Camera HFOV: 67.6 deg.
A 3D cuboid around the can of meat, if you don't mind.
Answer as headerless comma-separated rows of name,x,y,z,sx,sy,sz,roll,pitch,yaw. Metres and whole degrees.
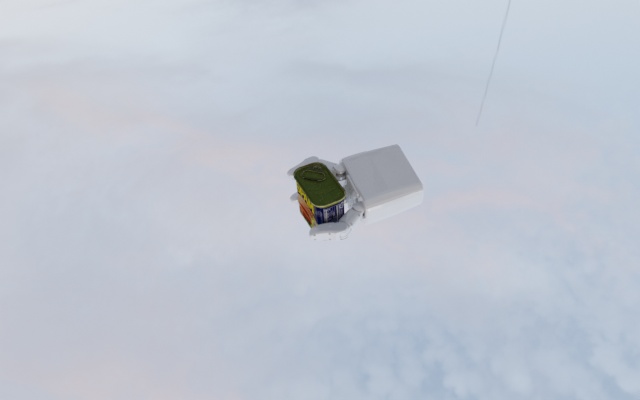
can of meat,0.000,0.003,0.769,0.057,0.084,0.102,-21,46,-16
